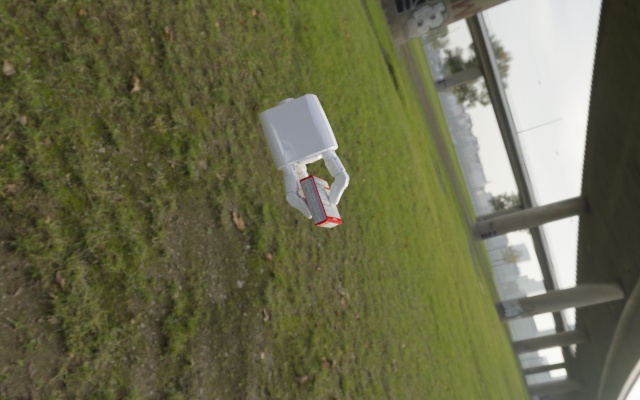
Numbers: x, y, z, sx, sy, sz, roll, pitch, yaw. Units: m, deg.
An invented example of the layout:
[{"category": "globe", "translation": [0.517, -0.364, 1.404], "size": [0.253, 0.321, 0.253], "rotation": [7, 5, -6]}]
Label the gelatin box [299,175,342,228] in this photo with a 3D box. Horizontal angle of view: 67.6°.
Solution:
[{"category": "gelatin box", "translation": [0.001, 0.003, 0.860], "size": [0.030, 0.089, 0.073], "rotation": [-25, -15, 17]}]
